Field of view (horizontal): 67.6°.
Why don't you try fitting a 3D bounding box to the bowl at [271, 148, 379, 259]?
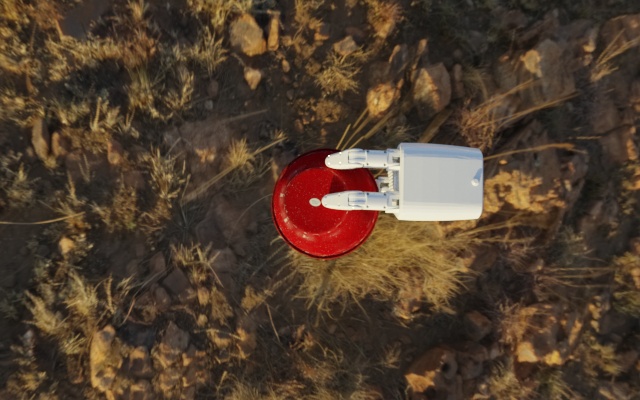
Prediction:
[{"bbox_3d":[-0.001,0.002,0.668,0.162,0.162,0.055,0,-4,13],"label":"bowl"}]
